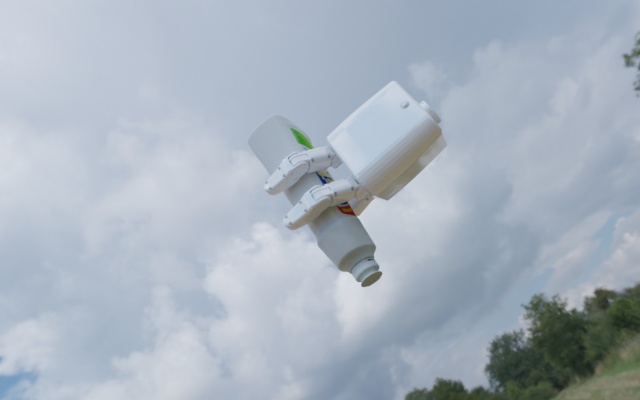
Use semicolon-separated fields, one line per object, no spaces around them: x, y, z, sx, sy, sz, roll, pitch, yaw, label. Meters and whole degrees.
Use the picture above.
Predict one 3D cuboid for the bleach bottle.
0.000;0.002;0.597;0.068;0.250;0.102;-41;-32;11;bleach bottle
